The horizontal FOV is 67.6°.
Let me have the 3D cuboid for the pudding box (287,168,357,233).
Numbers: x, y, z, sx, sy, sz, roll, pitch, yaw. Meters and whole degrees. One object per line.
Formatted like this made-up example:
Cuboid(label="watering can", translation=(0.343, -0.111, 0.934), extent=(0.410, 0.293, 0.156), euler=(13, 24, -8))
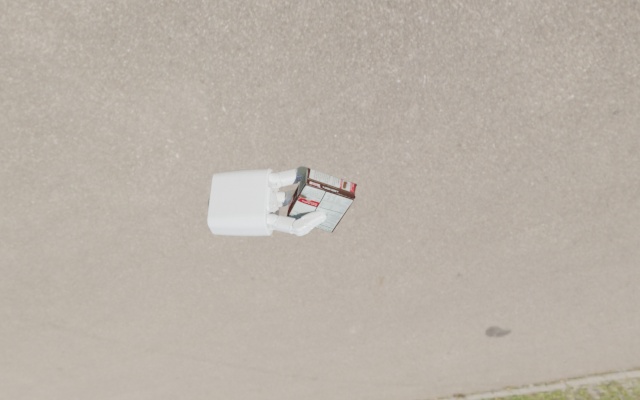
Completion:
Cuboid(label="pudding box", translation=(0.000, 0.003, 0.819), extent=(0.090, 0.039, 0.113), euler=(17, -37, -12))
